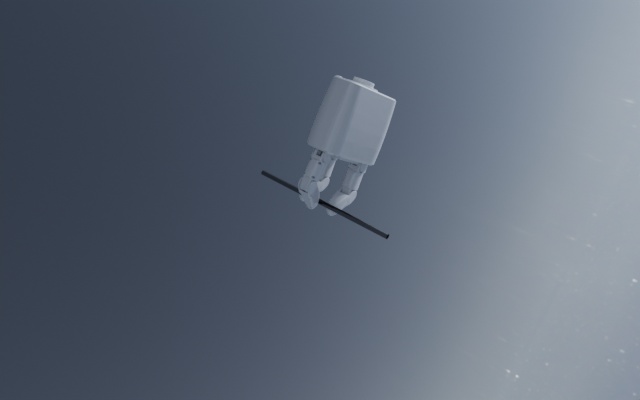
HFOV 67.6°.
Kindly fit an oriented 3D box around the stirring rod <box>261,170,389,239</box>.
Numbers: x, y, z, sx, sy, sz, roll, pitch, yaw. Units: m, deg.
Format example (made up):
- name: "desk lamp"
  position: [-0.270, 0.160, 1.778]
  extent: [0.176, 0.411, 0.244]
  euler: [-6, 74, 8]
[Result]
- name: "stirring rod"
  position: [0.000, 0.002, 0.729]
  extent: [0.239, 0.011, 0.011]
  euler: [27, 13, 28]
